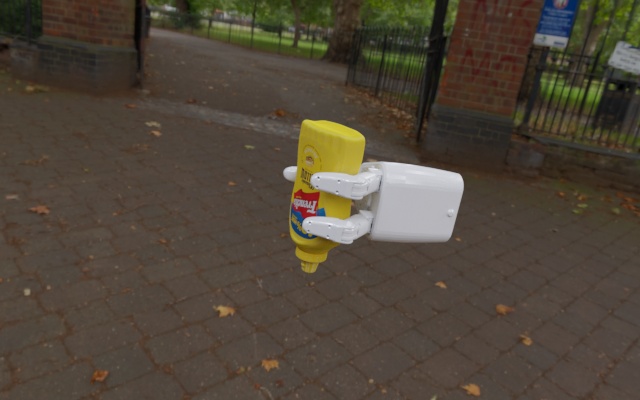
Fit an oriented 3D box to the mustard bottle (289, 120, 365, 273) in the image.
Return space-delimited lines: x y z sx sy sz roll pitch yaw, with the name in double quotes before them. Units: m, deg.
"mustard bottle" 0.000 0.002 0.596 0.058 0.192 0.096 -5 23 -36
